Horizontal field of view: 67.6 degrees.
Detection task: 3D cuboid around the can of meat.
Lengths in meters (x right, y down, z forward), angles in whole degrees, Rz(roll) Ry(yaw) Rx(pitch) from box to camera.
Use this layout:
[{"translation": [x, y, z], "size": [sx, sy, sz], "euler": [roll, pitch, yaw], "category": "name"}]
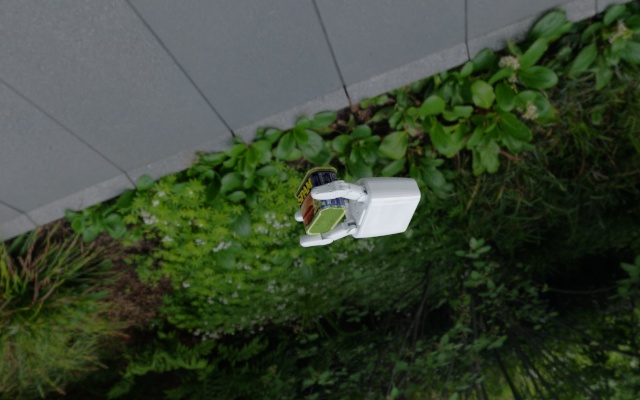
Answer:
[{"translation": [0.000, 0.003, 0.853], "size": [0.057, 0.084, 0.102], "euler": [-1, -31, -26], "category": "can of meat"}]
